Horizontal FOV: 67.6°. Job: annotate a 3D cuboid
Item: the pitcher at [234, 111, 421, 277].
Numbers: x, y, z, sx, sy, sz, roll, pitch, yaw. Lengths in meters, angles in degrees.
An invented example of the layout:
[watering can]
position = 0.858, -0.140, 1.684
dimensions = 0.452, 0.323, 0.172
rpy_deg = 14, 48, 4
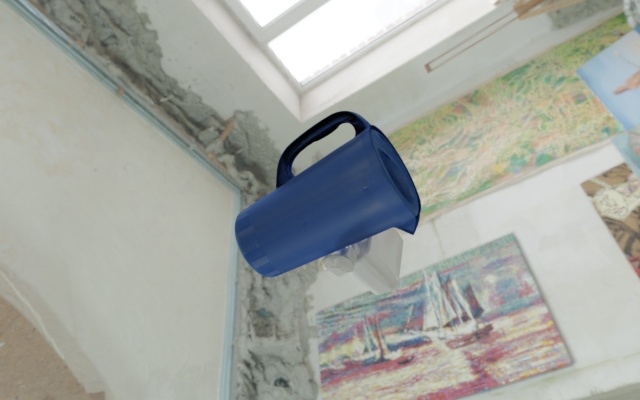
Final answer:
[pitcher]
position = 0.000, 0.002, 0.653
dimensions = 0.243, 0.149, 0.145
rpy_deg = -28, -47, 21
